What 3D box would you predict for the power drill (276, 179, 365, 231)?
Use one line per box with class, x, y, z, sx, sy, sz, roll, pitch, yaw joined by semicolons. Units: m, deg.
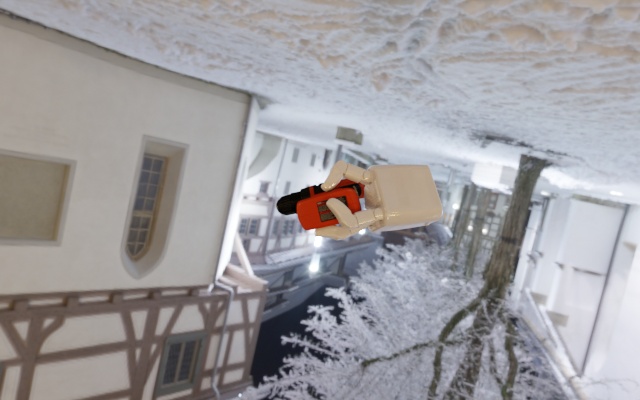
power drill;0.000;0.003;0.876;0.184;0.057;0.187;-16;10;4
